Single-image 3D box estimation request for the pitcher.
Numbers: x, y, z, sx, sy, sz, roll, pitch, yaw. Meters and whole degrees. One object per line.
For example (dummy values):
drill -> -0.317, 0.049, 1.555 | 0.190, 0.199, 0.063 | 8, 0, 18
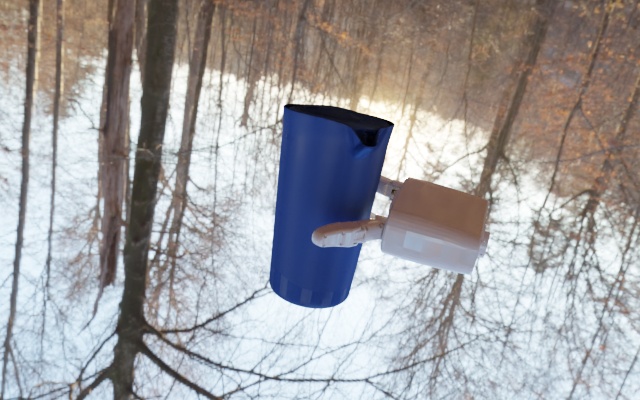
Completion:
pitcher -> 0.000, 0.002, 0.605 | 0.145, 0.243, 0.149 | 15, 18, 16
